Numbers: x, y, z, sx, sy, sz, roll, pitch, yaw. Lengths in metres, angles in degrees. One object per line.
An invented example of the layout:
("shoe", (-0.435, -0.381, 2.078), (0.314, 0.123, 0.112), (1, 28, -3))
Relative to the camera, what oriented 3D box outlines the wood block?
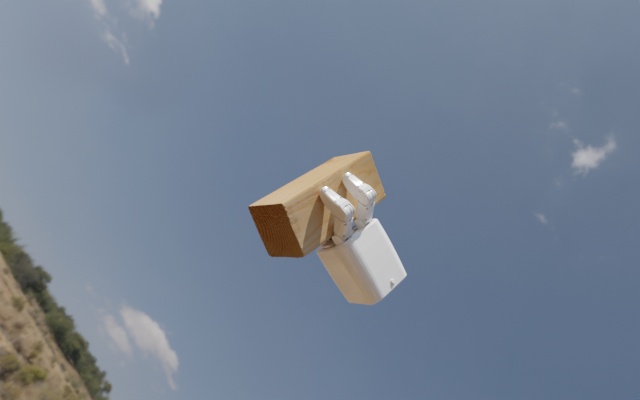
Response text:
("wood block", (0.000, 0.003, 0.771), (0.091, 0.090, 0.206), (-6, 20, 48))
